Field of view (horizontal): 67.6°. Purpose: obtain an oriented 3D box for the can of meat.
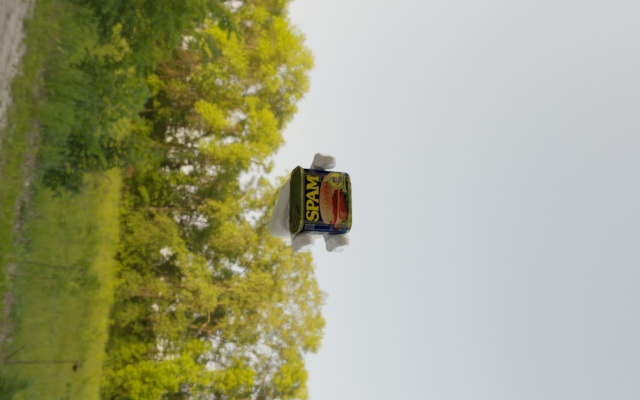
[{"bbox_3d":[0.000,0.002,0.729,0.084,0.102,0.057,5,-13,-20],"label":"can of meat"}]
